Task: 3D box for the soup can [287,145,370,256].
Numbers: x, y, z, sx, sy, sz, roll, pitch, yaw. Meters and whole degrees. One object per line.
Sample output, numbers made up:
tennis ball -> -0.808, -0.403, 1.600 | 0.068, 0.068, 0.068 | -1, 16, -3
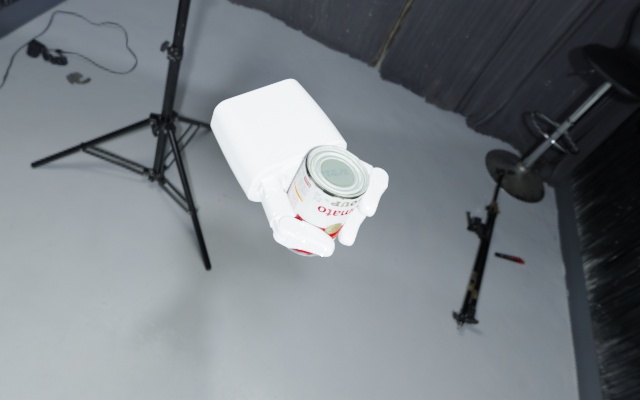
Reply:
soup can -> 0.000, 0.002, 0.488 | 0.068, 0.068, 0.102 | 0, -37, -26
